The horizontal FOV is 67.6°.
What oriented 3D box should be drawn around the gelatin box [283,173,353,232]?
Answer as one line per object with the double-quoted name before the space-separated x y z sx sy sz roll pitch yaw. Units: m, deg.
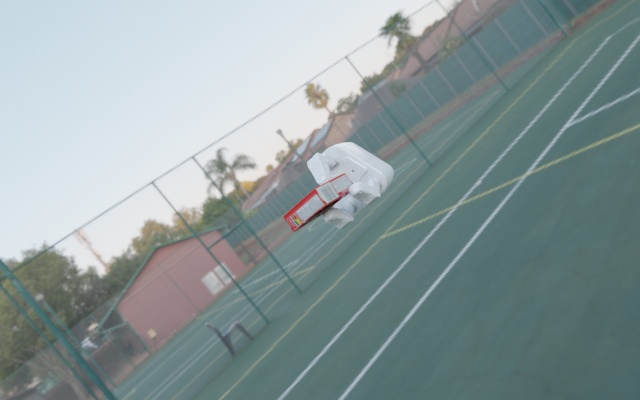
"gelatin box" 0.000 0.002 0.668 0.073 0.030 0.089 -40 -6 34
